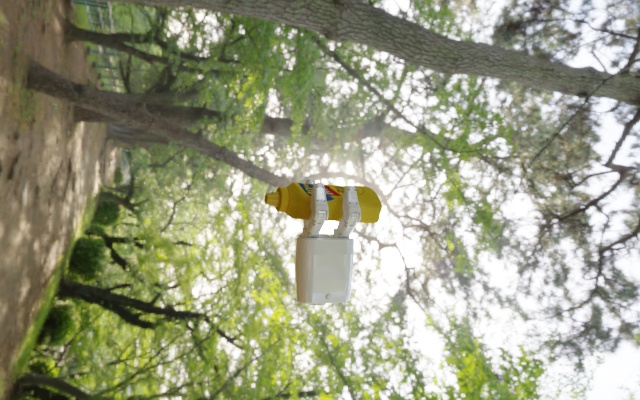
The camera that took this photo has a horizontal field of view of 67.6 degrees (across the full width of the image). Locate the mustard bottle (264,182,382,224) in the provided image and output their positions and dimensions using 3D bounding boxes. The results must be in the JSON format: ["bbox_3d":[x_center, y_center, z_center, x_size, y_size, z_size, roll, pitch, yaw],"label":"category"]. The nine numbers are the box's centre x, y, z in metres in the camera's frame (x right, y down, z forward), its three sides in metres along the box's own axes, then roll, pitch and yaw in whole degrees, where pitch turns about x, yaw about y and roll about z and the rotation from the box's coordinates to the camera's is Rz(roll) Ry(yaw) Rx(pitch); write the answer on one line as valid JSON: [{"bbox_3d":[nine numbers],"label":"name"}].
[{"bbox_3d":[0.000,0.002,0.806,0.191,0.058,0.096,3,23,-22],"label":"mustard bottle"}]
